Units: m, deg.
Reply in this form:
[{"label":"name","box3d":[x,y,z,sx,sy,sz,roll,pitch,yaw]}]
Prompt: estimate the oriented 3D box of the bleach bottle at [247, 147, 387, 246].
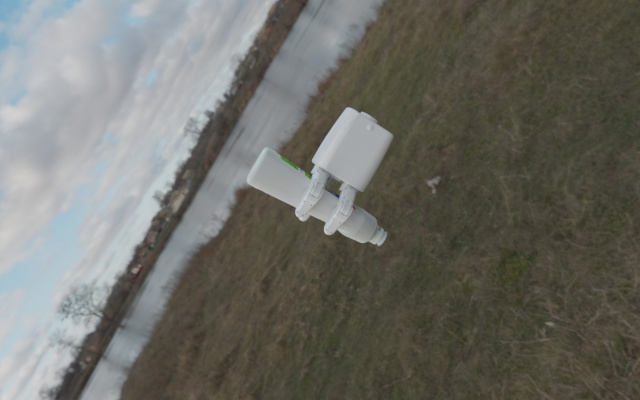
[{"label":"bleach bottle","box3d":[0.000,0.003,0.807,0.251,0.068,0.102,31,4,-12]}]
